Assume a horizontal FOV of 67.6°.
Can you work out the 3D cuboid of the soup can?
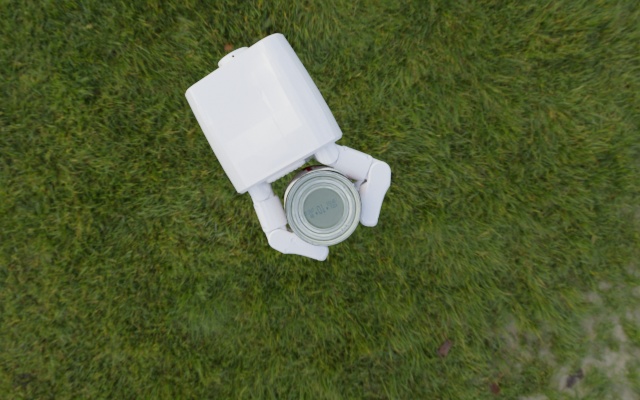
[{"bbox_3d":[0.000,0.002,0.453,0.068,0.068,0.102,0,6,-3],"label":"soup can"}]
